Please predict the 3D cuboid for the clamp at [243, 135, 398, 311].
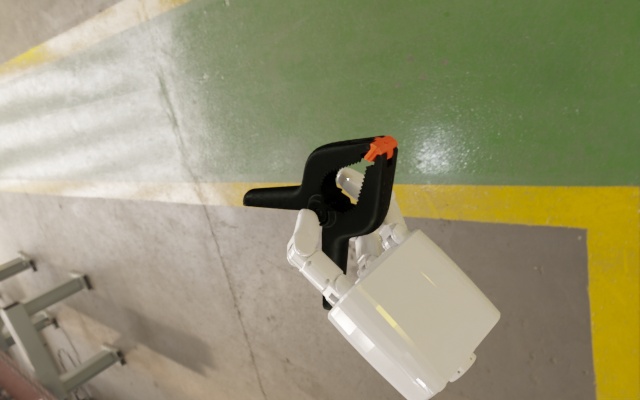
[{"bbox_3d":[0.000,0.002,0.474,0.036,0.164,0.210,-31,-19,-43],"label":"clamp"}]
